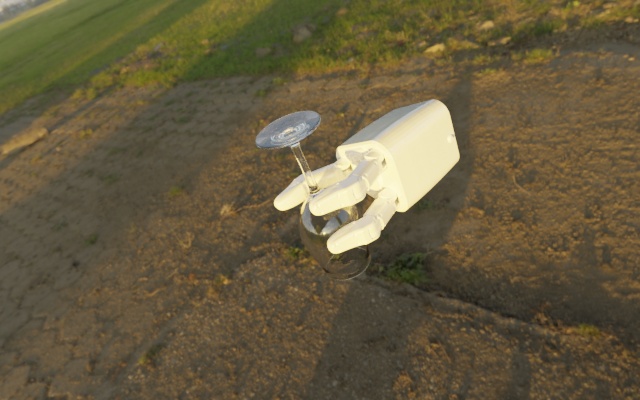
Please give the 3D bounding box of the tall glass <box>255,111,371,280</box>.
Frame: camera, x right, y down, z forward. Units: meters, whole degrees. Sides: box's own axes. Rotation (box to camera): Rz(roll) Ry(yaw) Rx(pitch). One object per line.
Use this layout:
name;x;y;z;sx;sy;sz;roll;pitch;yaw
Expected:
tall glass;0.000;0.001;0.554;0.079;0.201;0.079;-17;32;11
